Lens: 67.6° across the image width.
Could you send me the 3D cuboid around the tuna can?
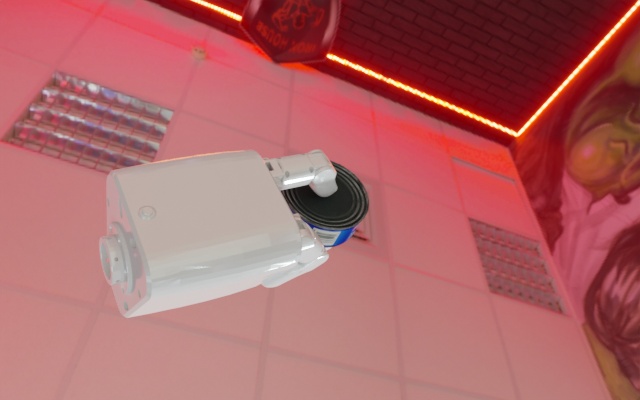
[{"bbox_3d":[0.000,0.002,0.450,0.086,0.086,0.034,0,-39,-25],"label":"tuna can"}]
